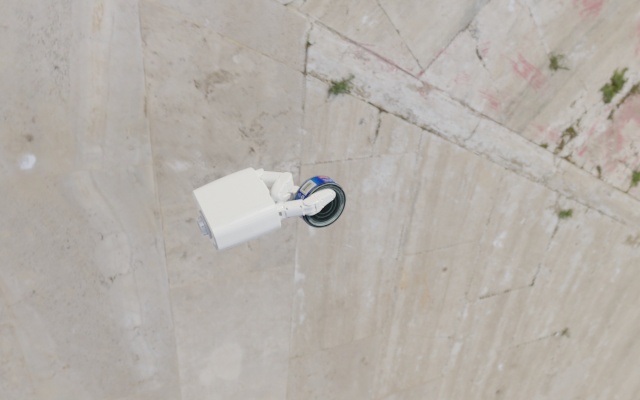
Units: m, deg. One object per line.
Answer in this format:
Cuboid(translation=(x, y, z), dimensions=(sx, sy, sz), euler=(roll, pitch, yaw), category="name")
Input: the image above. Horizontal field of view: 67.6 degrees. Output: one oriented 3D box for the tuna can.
Cuboid(translation=(0.000, 0.003, 0.805), dimensions=(0.086, 0.086, 0.033), euler=(0, 24, -33), category="tuna can")
